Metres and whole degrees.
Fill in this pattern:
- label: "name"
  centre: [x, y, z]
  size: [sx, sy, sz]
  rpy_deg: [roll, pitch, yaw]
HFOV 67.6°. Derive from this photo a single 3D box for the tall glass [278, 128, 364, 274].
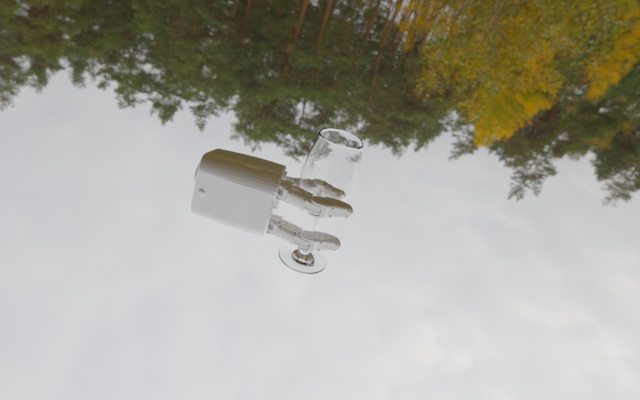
- label: "tall glass"
  centre: [0.000, 0.003, 0.670]
  size: [0.079, 0.201, 0.079]
  rpy_deg: [15, 27, -8]
